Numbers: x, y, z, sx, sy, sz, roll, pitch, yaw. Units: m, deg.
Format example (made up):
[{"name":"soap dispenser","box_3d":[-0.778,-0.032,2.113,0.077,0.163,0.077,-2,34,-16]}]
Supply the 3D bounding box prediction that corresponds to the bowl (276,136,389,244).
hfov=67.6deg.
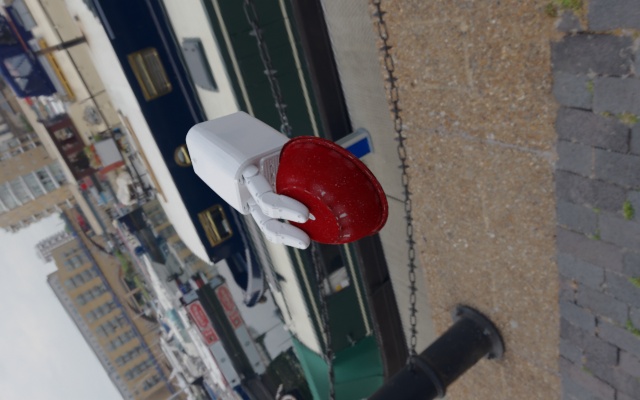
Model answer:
[{"name":"bowl","box_3d":[0.001,0.003,0.585,0.162,0.162,0.055,0,41,45]}]
